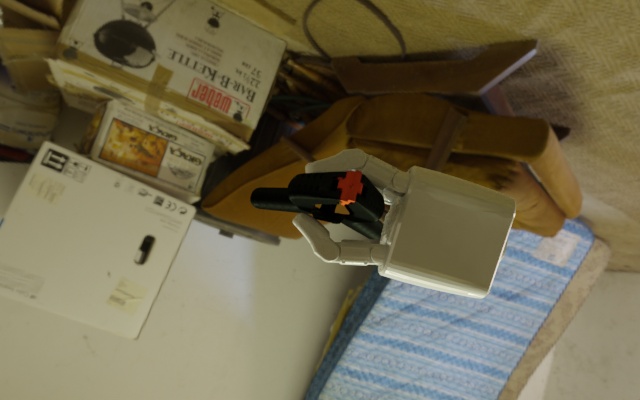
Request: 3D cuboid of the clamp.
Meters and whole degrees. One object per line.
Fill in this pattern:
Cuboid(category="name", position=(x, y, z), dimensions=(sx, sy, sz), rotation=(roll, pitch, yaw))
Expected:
Cuboid(category="clamp", position=(0.000, 0.002, 0.491), dimensions=(0.164, 0.036, 0.210), rotation=(13, -10, 0))
